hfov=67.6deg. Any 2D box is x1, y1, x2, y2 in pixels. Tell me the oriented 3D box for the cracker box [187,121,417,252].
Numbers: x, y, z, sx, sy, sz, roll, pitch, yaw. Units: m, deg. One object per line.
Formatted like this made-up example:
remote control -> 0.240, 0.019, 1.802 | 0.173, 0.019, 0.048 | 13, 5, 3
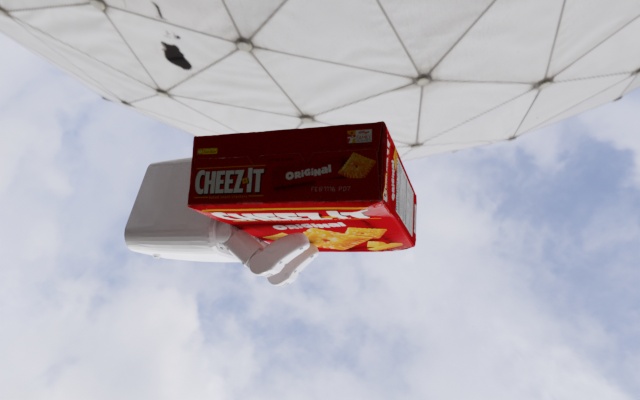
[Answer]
cracker box -> 0.000, 0.001, 0.464 | 0.164, 0.072, 0.214 | -2, -15, 17
